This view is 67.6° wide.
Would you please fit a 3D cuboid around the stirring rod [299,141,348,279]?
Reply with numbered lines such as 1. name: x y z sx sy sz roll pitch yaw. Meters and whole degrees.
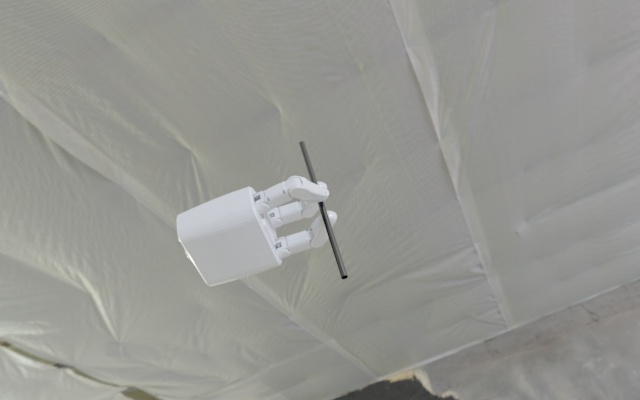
1. stirring rod: 0.000 0.002 0.634 0.011 0.239 0.011 -10 -41 -9
